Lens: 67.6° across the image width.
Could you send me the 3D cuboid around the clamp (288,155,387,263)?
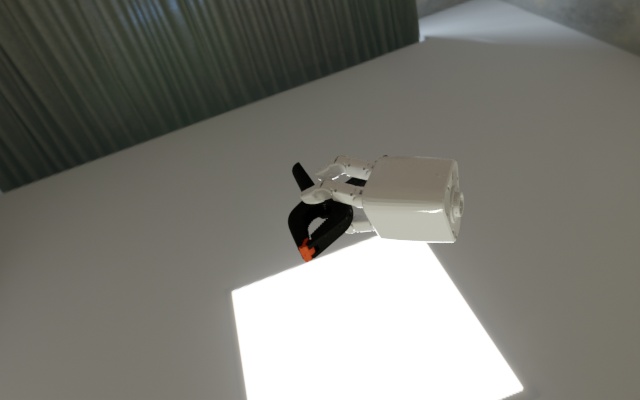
[{"bbox_3d":[0.000,0.003,0.696,0.164,0.036,0.210,2,41,29],"label":"clamp"}]
